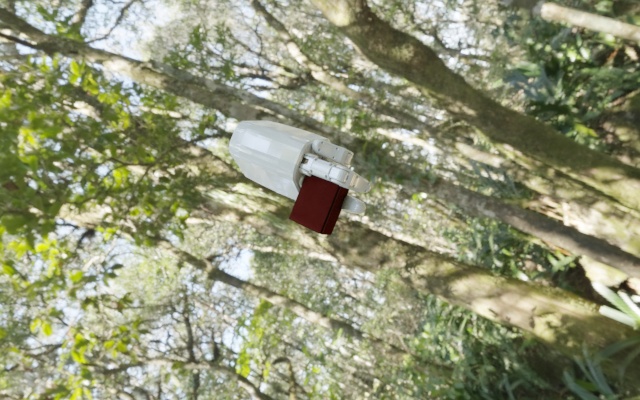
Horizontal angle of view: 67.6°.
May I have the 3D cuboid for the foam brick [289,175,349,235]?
[{"bbox_3d":[0.000,0.002,0.648,0.051,0.078,0.053,21,-1,16],"label":"foam brick"}]
